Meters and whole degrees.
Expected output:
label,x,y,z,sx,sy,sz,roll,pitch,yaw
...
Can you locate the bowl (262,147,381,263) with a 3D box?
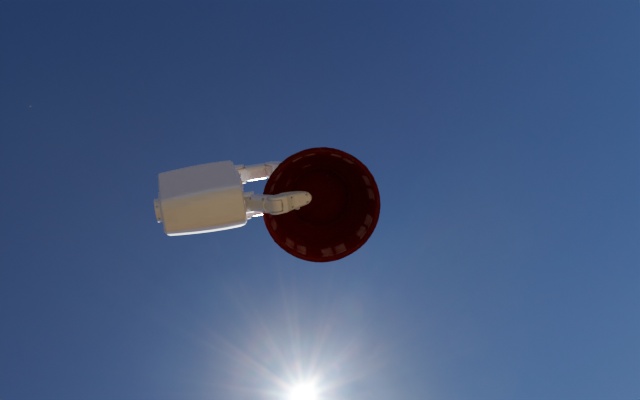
label,x,y,z,sx,sy,sz,roll,pitch,yaw
bowl,0.001,0.002,0.670,0.162,0.162,0.055,0,14,-3
